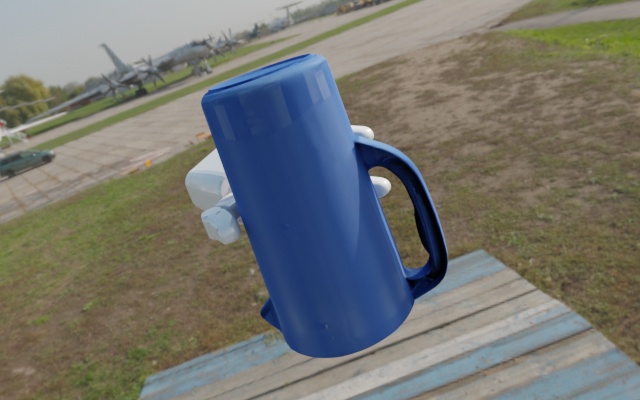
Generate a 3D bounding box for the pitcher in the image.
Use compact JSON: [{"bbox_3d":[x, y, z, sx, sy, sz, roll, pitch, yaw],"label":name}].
[{"bbox_3d":[0.000,0.001,0.421,0.149,0.243,0.145,-30,23,-28],"label":"pitcher"}]
